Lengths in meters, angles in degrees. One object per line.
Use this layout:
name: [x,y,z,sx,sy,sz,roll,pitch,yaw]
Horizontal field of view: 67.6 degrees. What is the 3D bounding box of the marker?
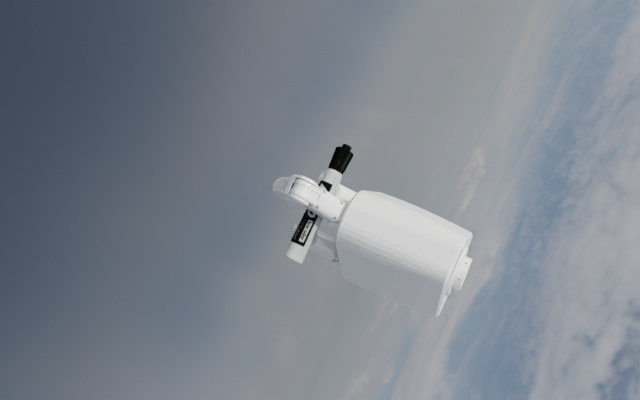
marker: [0.000,0.001,0.451,0.020,0.121,0.020,25,-8,4]
